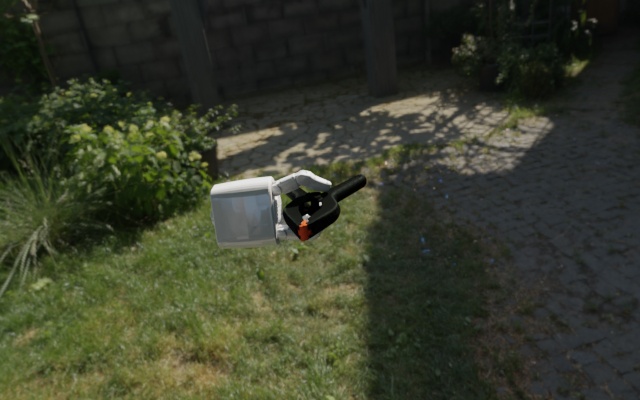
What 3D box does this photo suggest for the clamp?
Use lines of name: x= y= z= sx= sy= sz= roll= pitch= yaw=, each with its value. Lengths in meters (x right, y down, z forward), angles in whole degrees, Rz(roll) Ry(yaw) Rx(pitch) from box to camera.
clamp: x=0.000 y=0.002 z=0.810 sx=0.164 sy=0.036 sz=0.210 roll=-6 pitch=25 yaw=5
